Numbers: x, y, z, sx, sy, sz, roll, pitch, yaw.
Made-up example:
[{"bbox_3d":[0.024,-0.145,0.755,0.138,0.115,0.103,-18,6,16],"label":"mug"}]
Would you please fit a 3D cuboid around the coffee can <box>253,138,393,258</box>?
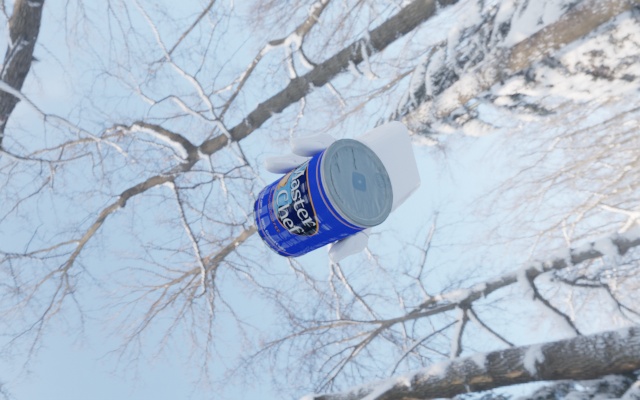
[{"bbox_3d":[0.000,0.002,0.566,0.103,0.102,0.140,0,-19,-41],"label":"coffee can"}]
